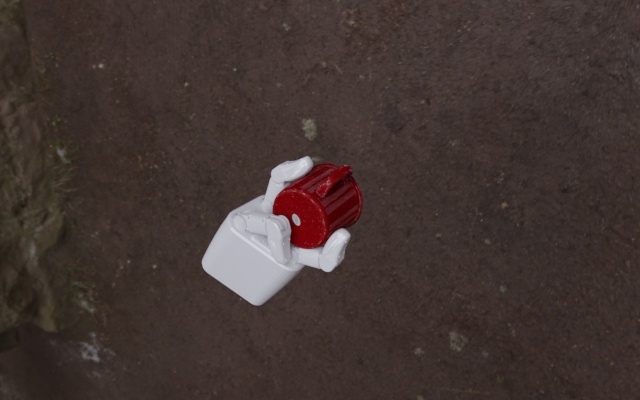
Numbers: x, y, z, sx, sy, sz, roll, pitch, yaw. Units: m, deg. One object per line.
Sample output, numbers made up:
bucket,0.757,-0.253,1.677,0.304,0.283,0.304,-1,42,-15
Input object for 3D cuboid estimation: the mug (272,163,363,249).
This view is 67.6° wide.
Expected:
mug,0.001,0.001,0.589,0.081,0.093,0.117,-35,-12,-50
